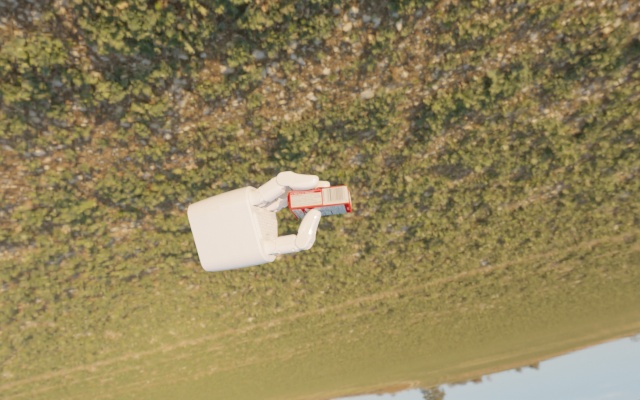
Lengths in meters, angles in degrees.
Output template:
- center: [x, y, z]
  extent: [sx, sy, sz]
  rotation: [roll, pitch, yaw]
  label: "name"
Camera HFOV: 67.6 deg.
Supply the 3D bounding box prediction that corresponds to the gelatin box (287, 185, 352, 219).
- center: [0.000, 0.003, 0.710]
  extent: [0.089, 0.030, 0.073]
  rotation: [-6, -13, 5]
  label: "gelatin box"
